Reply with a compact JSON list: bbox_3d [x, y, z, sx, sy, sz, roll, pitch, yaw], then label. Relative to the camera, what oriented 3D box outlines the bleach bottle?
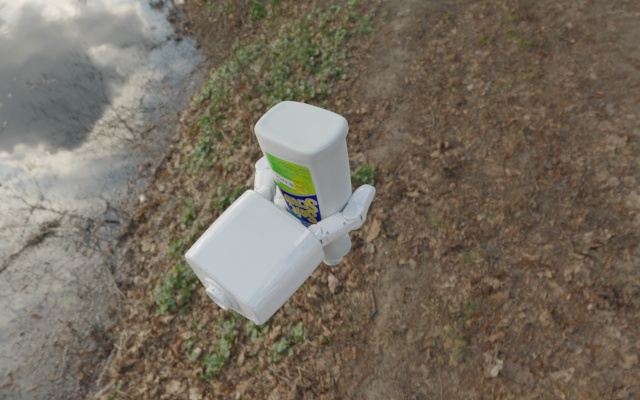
[{"bbox_3d":[0.000,0.002,0.586,0.102,0.068,0.251,25,-31,32],"label":"bleach bottle"}]
